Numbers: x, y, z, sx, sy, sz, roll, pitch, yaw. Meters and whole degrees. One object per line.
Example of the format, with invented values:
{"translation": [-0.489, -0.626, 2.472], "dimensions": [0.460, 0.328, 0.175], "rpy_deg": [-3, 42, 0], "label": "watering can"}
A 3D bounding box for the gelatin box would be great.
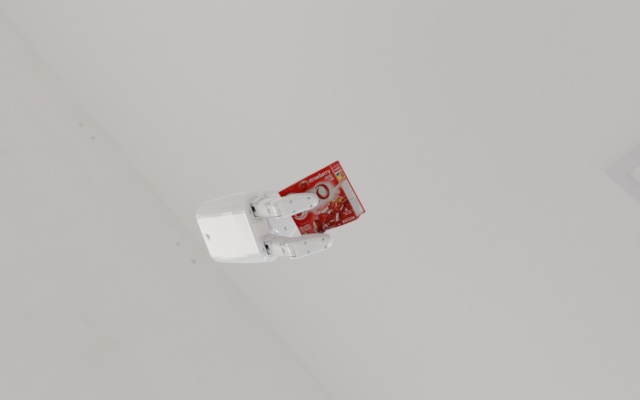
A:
{"translation": [0.001, 0.002, 0.593], "dimensions": [0.089, 0.073, 0.030], "rpy_deg": [-25, 5, 34], "label": "gelatin box"}
